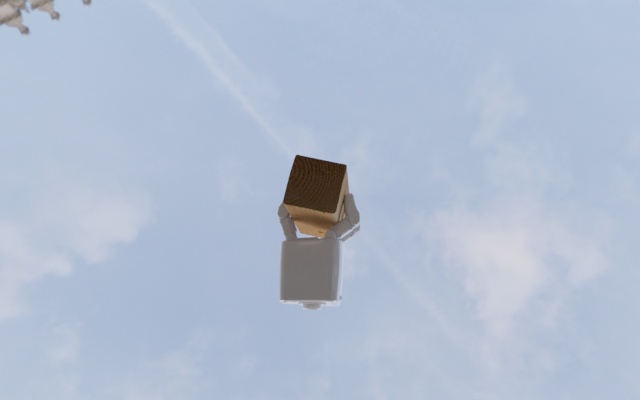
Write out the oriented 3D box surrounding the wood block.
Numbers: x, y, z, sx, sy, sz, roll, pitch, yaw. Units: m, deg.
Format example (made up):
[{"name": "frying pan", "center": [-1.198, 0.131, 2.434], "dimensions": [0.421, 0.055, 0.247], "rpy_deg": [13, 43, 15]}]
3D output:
[{"name": "wood block", "center": [0.000, 0.003, 0.871], "dimensions": [0.091, 0.090, 0.206], "rpy_deg": [12, -16, 8]}]
